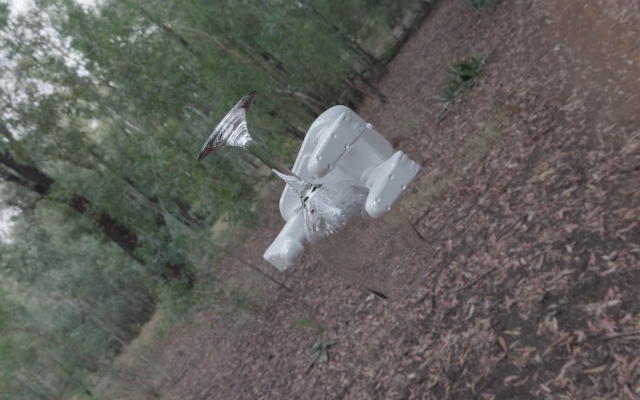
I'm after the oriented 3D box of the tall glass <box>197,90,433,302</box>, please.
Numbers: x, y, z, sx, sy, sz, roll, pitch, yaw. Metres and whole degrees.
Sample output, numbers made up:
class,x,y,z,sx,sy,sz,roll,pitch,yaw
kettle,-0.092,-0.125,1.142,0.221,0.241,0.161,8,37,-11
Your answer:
class,x,y,z,sx,sy,sz,roll,pitch,yaw
tall glass,-0.001,0.001,0.402,0.201,0.079,0.079,39,-6,-7
